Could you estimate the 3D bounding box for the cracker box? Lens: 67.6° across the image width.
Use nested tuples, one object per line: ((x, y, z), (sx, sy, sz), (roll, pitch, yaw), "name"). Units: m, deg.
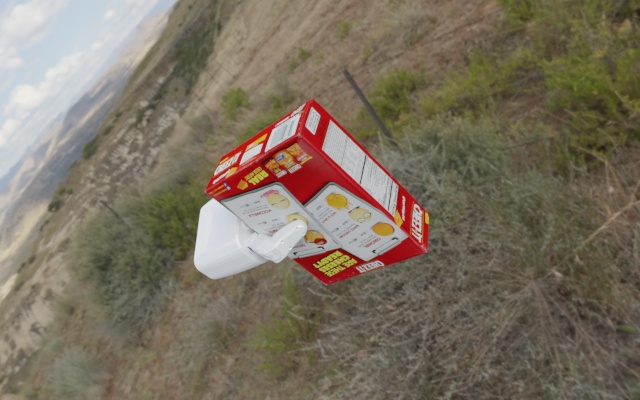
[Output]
((0.000, 0.002, 0.565), (0.164, 0.072, 0.214), (-25, -54, 39), "cracker box")
